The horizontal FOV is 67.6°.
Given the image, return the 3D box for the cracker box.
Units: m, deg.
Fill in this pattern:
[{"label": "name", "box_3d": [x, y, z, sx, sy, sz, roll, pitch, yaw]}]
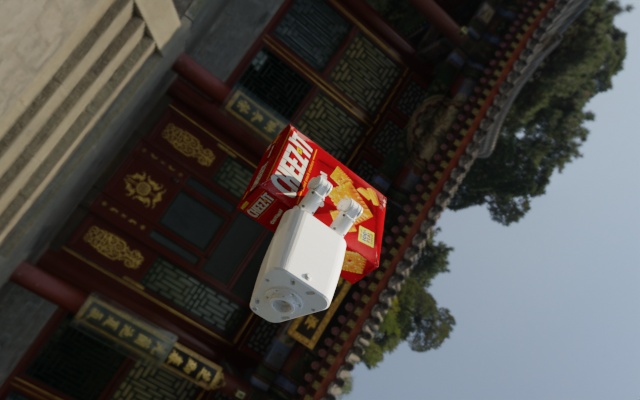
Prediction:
[{"label": "cracker box", "box_3d": [0.000, 0.003, 0.739, 0.214, 0.164, 0.072, 36, -52, -16]}]
